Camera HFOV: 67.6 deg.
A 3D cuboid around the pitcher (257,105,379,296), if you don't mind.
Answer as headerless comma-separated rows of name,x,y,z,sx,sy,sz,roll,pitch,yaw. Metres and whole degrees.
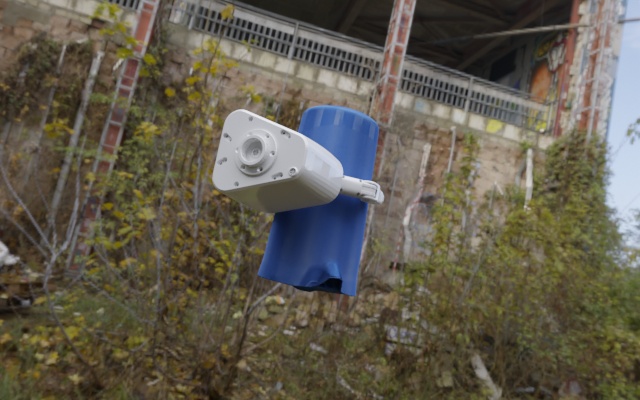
pitcher,0.000,0.002,0.657,0.149,0.243,0.145,9,-8,23
